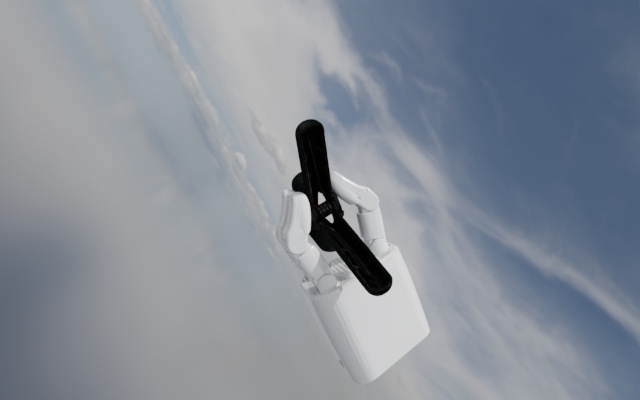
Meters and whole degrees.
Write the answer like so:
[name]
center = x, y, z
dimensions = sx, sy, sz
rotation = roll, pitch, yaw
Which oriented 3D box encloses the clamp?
[clamp]
center = 0.001, 0.001, 0.495
dimensions = 0.036, 0.164, 0.210
rotation = -24, 9, -12
